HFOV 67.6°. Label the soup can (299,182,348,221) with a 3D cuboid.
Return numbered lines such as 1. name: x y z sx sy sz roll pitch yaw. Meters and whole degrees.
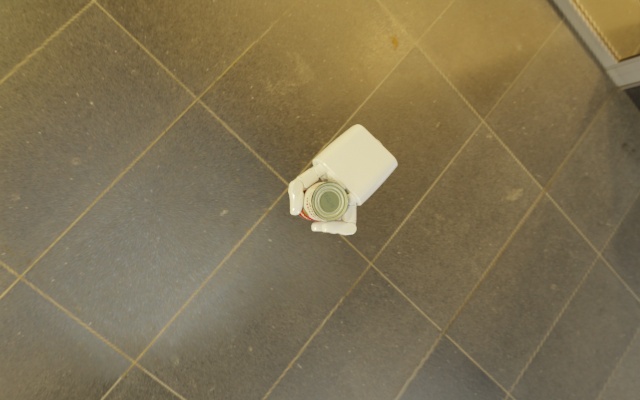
1. soup can: 0.000 0.003 0.842 0.068 0.068 0.102 0 -1 -20
